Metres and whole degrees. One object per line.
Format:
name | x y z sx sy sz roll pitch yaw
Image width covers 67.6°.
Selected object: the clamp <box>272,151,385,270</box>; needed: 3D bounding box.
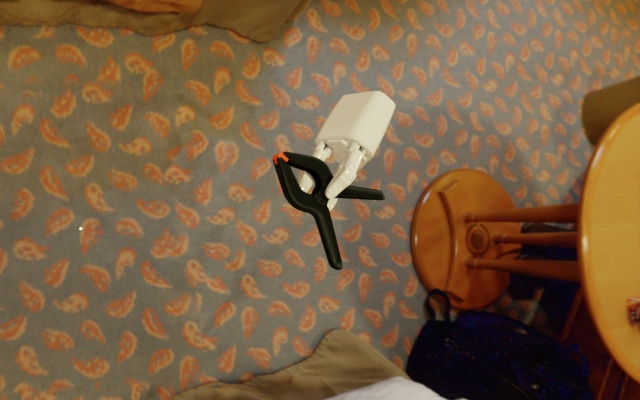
clamp | 0.000 0.002 0.785 0.210 0.164 0.036 36 -23 -21
